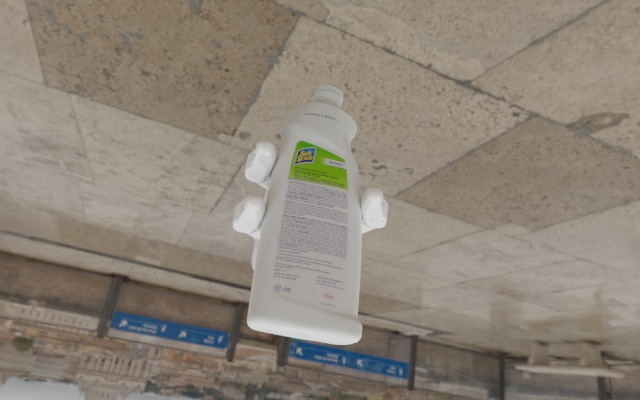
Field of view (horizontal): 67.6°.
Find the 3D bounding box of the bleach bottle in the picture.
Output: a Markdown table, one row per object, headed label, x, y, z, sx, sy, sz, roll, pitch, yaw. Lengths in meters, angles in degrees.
| label | x | y | z | sx | sy | sz | roll | pitch | yaw |
| --- | --- | --- | --- | --- | --- | --- | --- | --- | --- |
| bleach bottle | 0.000 | 0.002 | 0.459 | 0.102 | 0.250 | 0.068 | 13 | -24 | -10 |
